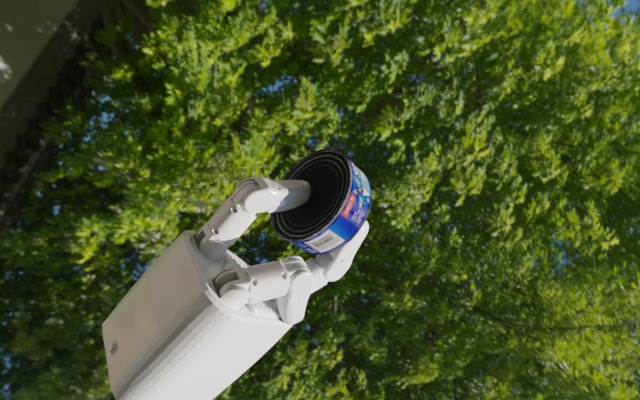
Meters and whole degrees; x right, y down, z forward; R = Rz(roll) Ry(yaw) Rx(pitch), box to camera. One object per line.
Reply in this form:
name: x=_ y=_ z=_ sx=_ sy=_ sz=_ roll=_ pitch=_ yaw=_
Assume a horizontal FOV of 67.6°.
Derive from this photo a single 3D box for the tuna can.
tuna can: x=0.000 y=0.002 z=0.403 sx=0.086 sy=0.086 sz=0.034 roll=0 pitch=-27 yaw=44
